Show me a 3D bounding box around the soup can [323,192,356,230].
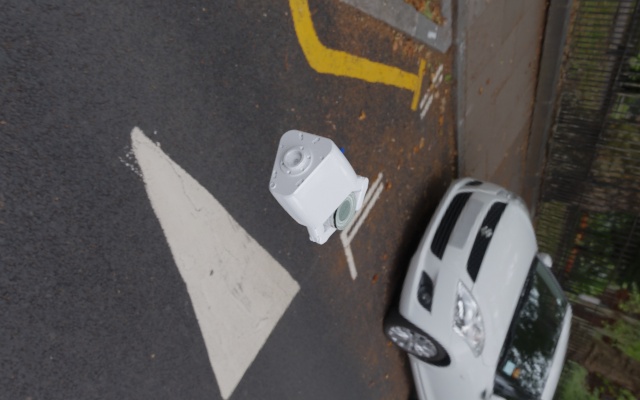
[{"bbox_3d":[0.000,0.003,0.795,0.102,0.068,0.068,19,9,29],"label":"soup can"}]
